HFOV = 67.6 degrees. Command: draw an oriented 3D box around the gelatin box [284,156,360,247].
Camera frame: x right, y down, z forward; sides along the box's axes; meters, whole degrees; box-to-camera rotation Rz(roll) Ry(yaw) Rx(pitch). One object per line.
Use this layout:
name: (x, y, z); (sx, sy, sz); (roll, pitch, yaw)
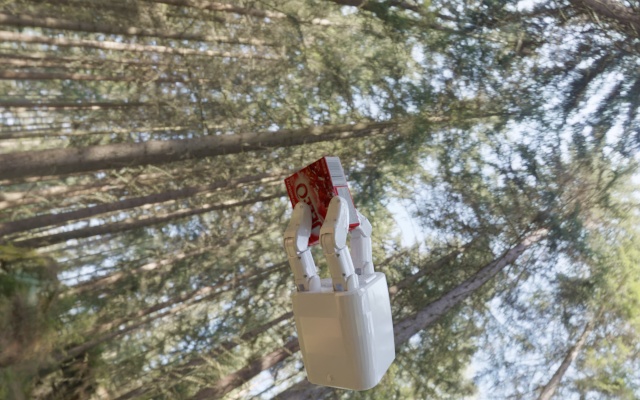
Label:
gelatin box: (0.000, 0.001, 0.564); (0.073, 0.089, 0.030); (-27, -15, 40)
